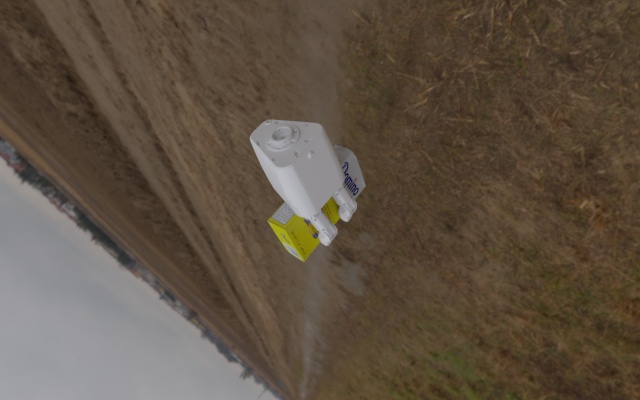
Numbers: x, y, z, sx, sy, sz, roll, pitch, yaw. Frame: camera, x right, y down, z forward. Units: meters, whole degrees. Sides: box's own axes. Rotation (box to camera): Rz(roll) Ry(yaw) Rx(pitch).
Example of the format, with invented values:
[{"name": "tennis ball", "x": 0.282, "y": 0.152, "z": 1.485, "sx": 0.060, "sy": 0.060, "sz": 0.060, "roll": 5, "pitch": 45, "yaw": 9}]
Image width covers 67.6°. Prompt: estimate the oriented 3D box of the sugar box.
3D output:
[{"name": "sugar box", "x": 0.000, "y": 0.003, "z": 0.770, "sx": 0.048, "sy": 0.176, "sz": 0.093, "roll": 27, "pitch": -24, "yaw": 36}]
